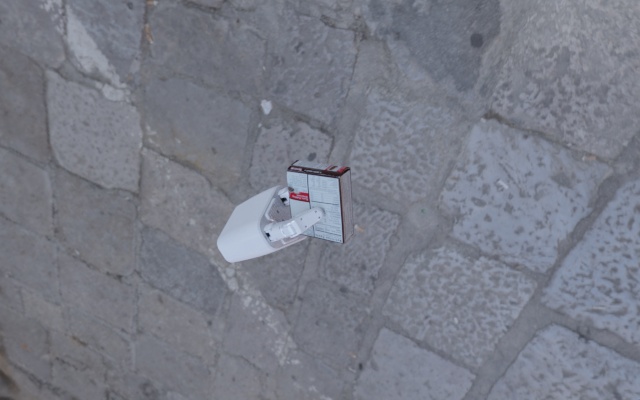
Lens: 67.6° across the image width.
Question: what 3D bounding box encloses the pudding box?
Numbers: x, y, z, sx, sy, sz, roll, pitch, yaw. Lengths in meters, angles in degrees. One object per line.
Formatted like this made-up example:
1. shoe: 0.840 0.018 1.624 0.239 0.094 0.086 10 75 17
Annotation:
1. pudding box: 0.000 0.002 0.702 0.090 0.114 0.039 10 32 26
